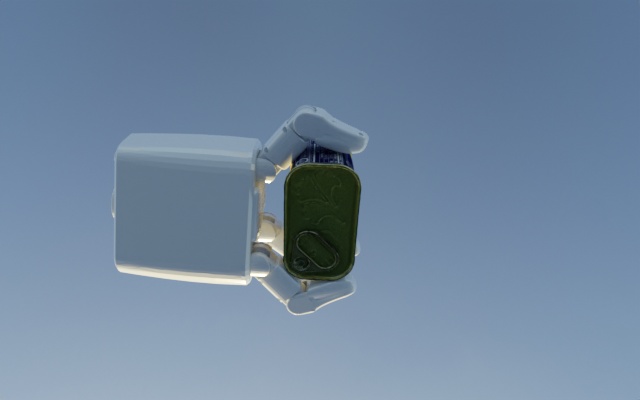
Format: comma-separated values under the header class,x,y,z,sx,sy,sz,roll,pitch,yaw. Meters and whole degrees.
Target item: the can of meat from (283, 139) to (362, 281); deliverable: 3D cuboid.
class,x,y,z,sx,sy,sz,roll,pitch,yaw
can of meat,0.000,0.001,0.401,0.057,0.102,0.084,2,27,-1
